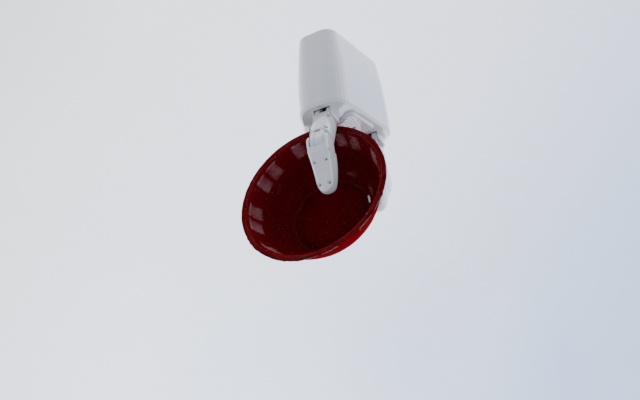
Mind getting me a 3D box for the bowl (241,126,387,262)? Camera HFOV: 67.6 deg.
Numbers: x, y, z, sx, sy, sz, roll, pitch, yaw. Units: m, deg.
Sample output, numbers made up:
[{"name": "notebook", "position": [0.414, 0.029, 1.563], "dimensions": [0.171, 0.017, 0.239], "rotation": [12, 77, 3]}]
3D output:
[{"name": "bowl", "position": [0.000, 0.003, 0.497], "dimensions": [0.162, 0.162, 0.055], "rotation": [0, -33, 31]}]
